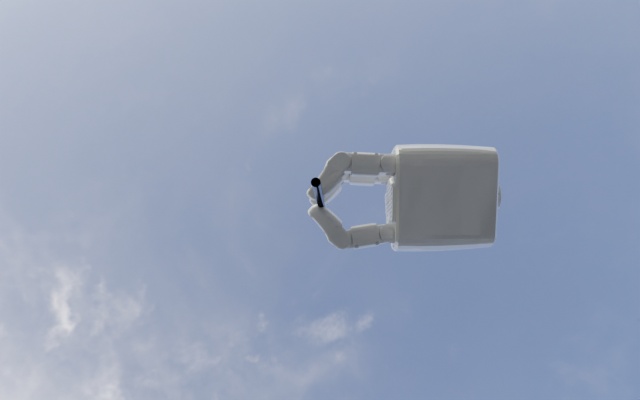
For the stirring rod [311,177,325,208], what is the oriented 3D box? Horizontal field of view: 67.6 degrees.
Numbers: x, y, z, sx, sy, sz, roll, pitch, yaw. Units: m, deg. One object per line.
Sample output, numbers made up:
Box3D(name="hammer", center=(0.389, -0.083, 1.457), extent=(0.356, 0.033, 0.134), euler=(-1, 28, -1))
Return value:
Box3D(name="stirring rod", center=(0.000, 0.002, 0.502), extent=(0.011, 0.011, 0.239), euler=(0, -8, 2))
